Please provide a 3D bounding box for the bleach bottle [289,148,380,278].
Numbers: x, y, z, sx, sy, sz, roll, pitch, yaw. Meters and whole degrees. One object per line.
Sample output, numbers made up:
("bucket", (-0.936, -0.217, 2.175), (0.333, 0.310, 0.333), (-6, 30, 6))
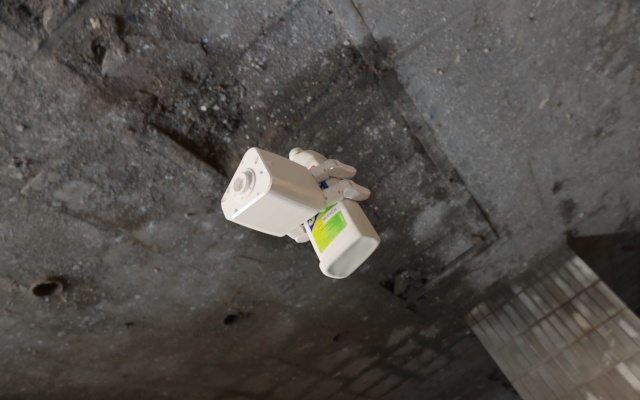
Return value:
("bleach bottle", (0.000, 0.003, 0.800), (0.068, 0.102, 0.250), (23, 26, -45))
